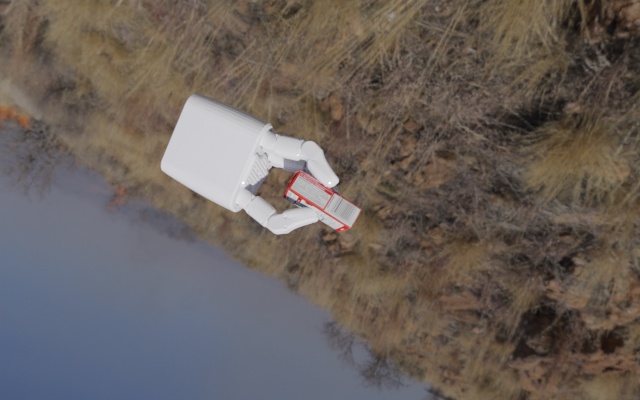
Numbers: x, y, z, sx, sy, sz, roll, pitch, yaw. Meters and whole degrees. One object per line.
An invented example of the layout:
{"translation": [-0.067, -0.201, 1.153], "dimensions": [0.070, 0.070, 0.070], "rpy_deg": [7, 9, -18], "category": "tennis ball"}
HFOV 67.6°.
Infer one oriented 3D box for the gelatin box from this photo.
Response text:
{"translation": [0.000, 0.002, 0.580], "dimensions": [0.089, 0.030, 0.073], "rpy_deg": [33, -10, -2], "category": "gelatin box"}
